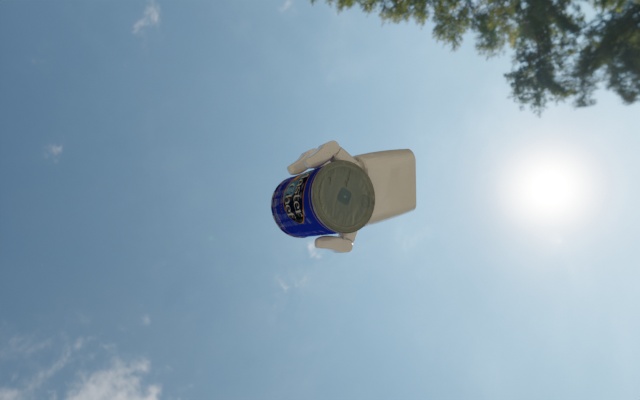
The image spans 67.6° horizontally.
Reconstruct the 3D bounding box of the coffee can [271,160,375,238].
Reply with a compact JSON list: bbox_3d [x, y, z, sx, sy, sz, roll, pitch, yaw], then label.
[{"bbox_3d":[0.000,0.002,0.719,0.103,0.103,0.140,0,-7,-30],"label":"coffee can"}]
